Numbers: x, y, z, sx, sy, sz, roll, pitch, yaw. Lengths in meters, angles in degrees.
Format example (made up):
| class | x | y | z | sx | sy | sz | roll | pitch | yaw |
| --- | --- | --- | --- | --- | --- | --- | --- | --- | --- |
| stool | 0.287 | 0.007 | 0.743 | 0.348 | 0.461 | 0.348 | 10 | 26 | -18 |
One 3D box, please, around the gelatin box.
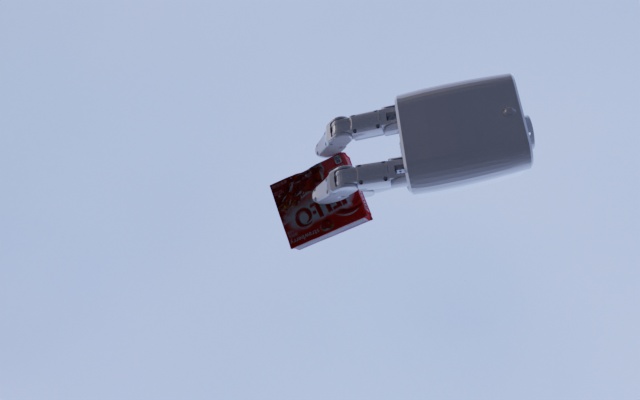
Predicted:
| class | x | y | z | sx | sy | sz | roll | pitch | yaw |
| --- | --- | --- | --- | --- | --- | --- | --- | --- | --- |
| gelatin box | 0.000 | 0.002 | 0.496 | 0.089 | 0.073 | 0.030 | -24 | -15 | 13 |
